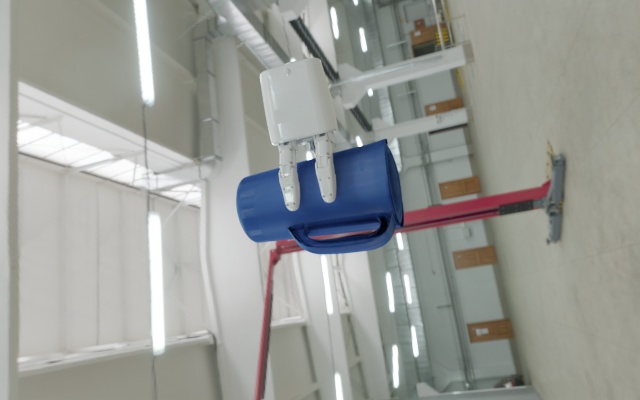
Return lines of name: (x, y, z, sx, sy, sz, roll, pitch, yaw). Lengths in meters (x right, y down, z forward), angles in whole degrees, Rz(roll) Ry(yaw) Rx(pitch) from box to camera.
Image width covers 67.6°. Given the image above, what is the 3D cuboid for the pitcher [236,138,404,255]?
pitcher: (0.000, 0.002, 0.720, 0.243, 0.145, 0.149, -11, 5, 15)
